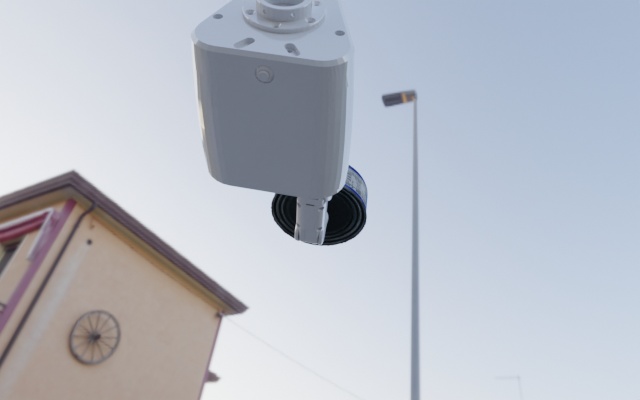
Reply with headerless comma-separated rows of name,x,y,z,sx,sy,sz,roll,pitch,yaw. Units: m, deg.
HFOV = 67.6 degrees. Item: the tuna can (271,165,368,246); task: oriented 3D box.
tuna can,0.000,0.001,0.435,0.086,0.033,0.086,5,-44,5
